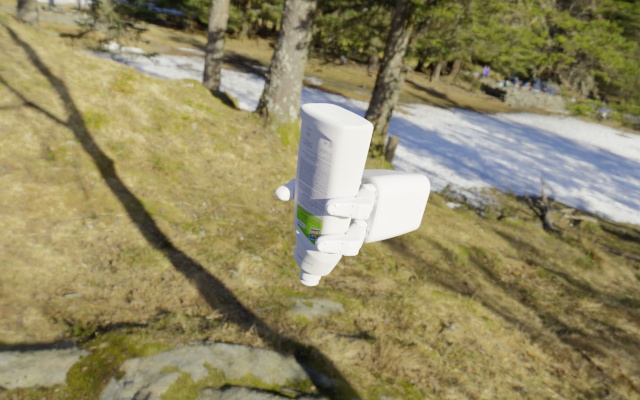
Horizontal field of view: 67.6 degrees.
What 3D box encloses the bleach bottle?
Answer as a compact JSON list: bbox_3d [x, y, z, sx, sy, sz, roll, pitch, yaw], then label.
[{"bbox_3d":[0.000,0.002,0.658,0.068,0.251,0.102,-9,32,-37],"label":"bleach bottle"}]
